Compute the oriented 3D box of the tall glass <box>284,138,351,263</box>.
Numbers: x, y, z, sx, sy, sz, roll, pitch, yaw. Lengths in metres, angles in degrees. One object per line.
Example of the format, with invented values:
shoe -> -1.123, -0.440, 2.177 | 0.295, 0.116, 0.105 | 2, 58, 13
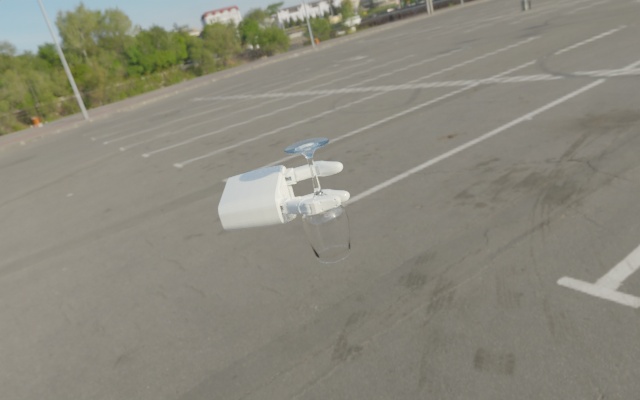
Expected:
tall glass -> 0.000, 0.002, 0.796 | 0.079, 0.201, 0.079 | -13, 20, 5
